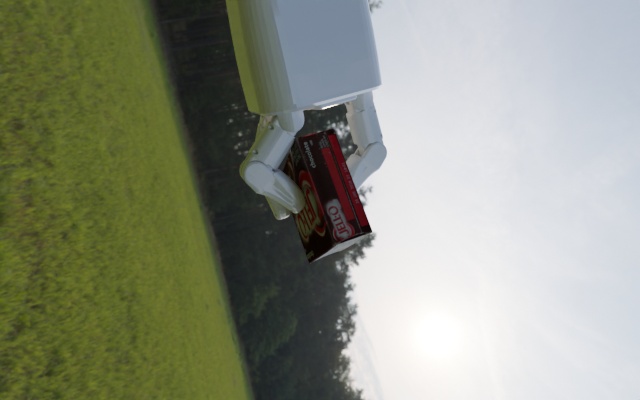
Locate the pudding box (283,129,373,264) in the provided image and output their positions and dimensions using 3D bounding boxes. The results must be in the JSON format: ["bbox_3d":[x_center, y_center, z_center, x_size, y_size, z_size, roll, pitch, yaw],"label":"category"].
[{"bbox_3d":[0.000,0.001,0.414,0.039,0.090,0.113,-16,-11,-13],"label":"pudding box"}]
